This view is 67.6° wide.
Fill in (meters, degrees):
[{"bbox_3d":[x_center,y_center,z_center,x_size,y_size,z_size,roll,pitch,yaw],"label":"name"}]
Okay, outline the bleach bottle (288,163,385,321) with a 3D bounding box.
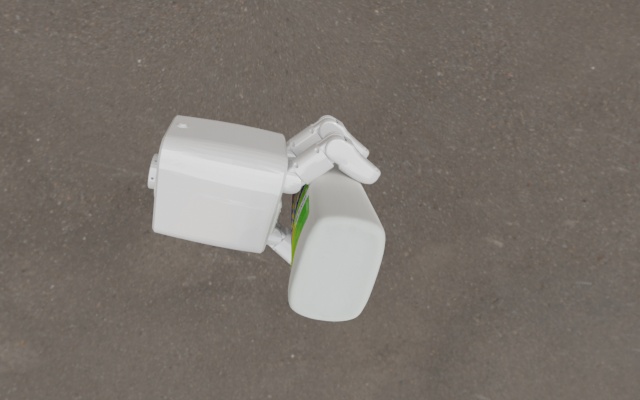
[{"bbox_3d":[0.000,0.002,0.484,0.068,0.103,0.250,11,24,-12],"label":"bleach bottle"}]
